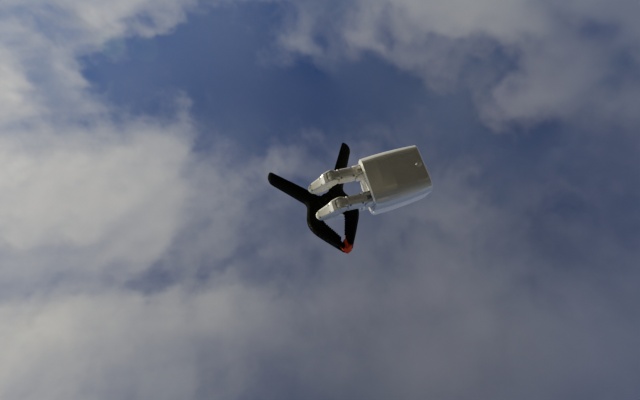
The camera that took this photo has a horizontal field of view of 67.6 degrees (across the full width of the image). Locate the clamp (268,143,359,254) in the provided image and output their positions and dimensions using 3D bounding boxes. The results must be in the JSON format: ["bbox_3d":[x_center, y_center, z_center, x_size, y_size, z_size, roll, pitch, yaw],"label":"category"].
[{"bbox_3d":[0.001,0.004,0.867,0.164,0.210,0.036,-17,-26,0],"label":"clamp"}]
